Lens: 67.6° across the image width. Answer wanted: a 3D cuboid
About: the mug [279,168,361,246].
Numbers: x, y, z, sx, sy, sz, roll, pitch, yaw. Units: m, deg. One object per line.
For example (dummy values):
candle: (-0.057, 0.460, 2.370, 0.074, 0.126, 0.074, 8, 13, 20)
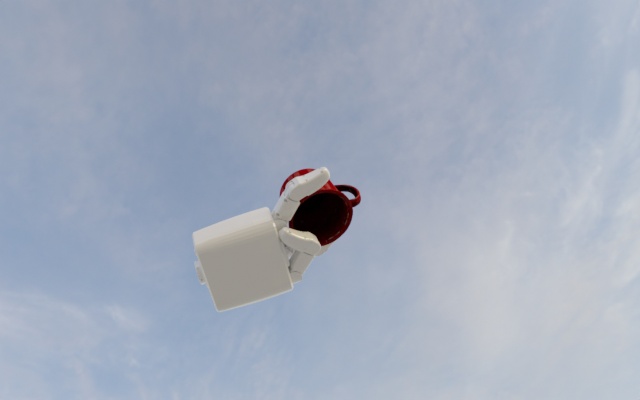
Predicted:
mug: (0.001, 0.002, 0.687, 0.117, 0.093, 0.081, -18, 34, -10)
